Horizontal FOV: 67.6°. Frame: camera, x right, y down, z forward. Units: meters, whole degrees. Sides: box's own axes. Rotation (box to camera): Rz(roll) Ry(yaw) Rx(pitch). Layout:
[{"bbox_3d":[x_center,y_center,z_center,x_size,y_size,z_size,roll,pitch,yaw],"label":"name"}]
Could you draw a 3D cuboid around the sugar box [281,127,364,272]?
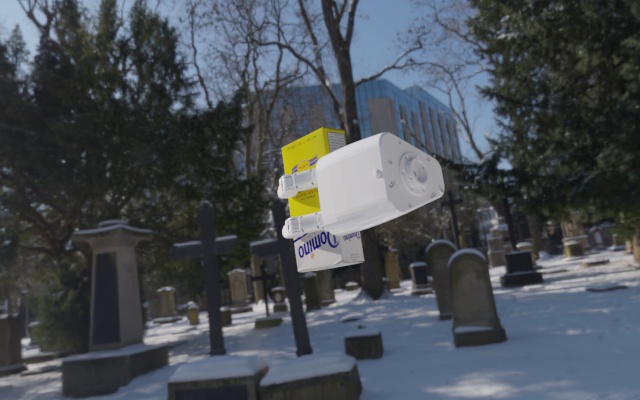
[{"bbox_3d":[0.000,0.002,0.634,0.048,0.176,0.093,4,-16,-41],"label":"sugar box"}]
